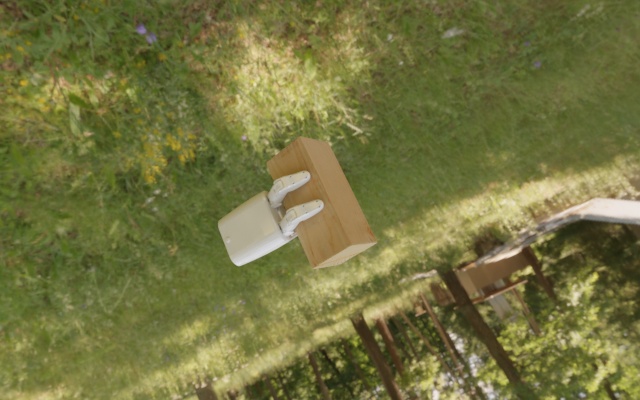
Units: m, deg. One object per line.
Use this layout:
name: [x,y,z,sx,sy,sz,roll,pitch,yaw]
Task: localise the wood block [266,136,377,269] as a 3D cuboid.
wood block: [0.000,0.003,0.825,0.090,0.206,0.091,-34,-20,28]
